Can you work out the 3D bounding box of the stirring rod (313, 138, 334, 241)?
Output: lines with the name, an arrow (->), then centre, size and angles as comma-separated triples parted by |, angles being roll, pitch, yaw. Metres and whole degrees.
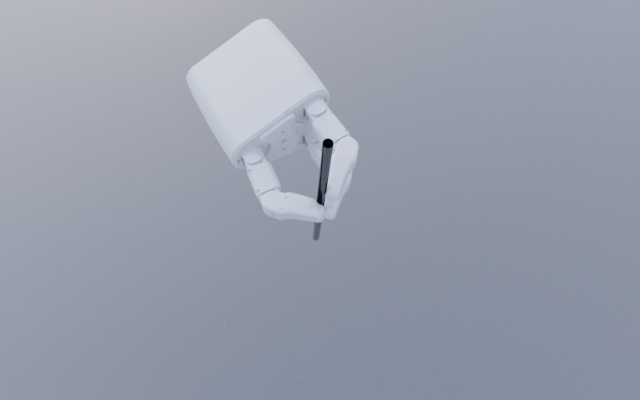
stirring rod -> 0.000, 0.001, 0.449 | 0.011, 0.011, 0.240 | 0, -20, -3
